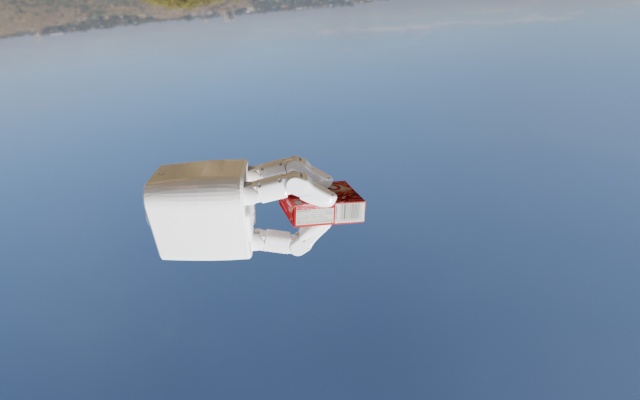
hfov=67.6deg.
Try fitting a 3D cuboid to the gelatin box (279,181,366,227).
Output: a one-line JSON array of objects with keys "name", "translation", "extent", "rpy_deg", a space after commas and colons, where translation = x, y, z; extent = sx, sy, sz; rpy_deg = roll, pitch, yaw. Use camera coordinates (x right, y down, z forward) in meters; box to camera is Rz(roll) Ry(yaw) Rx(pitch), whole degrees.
[{"name": "gelatin box", "translation": [0.000, 0.002, 0.571], "extent": [0.089, 0.030, 0.073], "rpy_deg": [-3, 22, -16]}]
